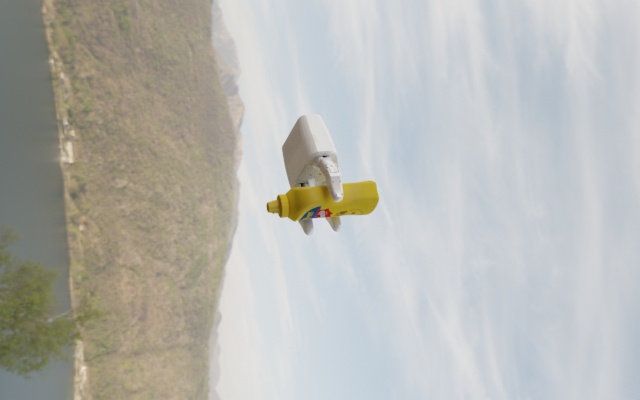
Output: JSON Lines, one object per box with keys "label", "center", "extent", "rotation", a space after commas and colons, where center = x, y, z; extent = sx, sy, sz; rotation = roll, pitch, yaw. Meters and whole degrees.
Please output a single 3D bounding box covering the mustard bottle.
{"label": "mustard bottle", "center": [0.000, 0.003, 0.842], "extent": [0.191, 0.058, 0.096], "rotation": [-5, -14, -17]}
